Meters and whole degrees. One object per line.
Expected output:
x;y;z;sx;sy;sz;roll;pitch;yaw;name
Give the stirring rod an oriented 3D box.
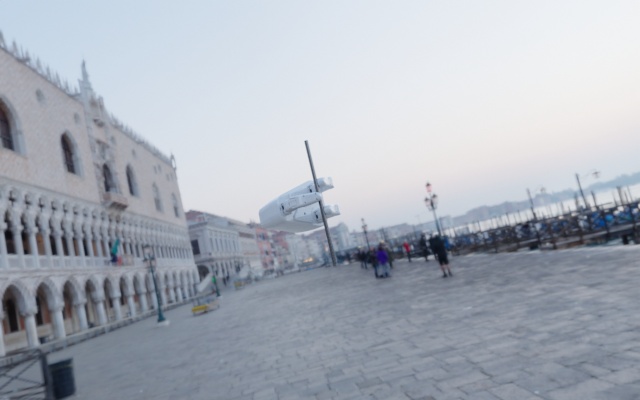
0.000;0.003;0.890;0.011;0.239;0.011;-13;-7;-2;stirring rod
